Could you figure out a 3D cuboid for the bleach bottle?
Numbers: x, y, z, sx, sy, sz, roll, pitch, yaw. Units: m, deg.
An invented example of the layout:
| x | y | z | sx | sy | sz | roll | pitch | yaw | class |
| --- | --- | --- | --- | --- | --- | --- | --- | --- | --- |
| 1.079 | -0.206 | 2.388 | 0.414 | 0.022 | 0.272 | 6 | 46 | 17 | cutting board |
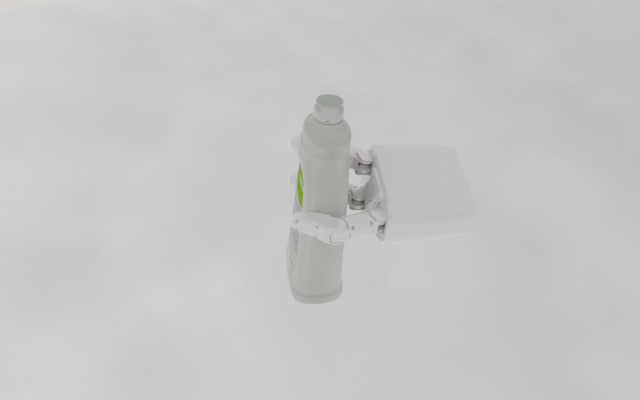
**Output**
| x | y | z | sx | sy | sz | roll | pitch | yaw | class |
| --- | --- | --- | --- | --- | --- | --- | --- | --- | --- |
| 0.000 | 0.002 | 0.549 | 0.068 | 0.251 | 0.102 | -3 | 41 | -12 | bleach bottle |
